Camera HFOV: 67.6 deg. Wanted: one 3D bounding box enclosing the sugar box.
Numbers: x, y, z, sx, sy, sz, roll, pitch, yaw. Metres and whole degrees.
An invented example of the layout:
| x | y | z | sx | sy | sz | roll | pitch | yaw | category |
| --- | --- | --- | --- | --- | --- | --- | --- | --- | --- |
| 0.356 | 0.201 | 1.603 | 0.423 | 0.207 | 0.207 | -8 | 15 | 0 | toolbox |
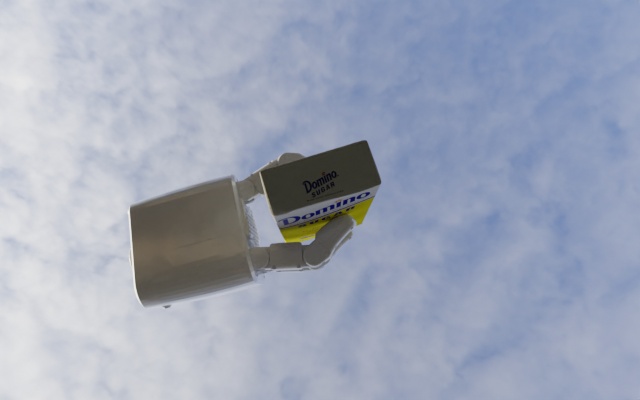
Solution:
| x | y | z | sx | sy | sz | roll | pitch | yaw | category |
| --- | --- | --- | --- | --- | --- | --- | --- | --- | --- |
| 0.000 | 0.002 | 0.459 | 0.093 | 0.048 | 0.176 | -17 | -10 | -3 | sugar box |
